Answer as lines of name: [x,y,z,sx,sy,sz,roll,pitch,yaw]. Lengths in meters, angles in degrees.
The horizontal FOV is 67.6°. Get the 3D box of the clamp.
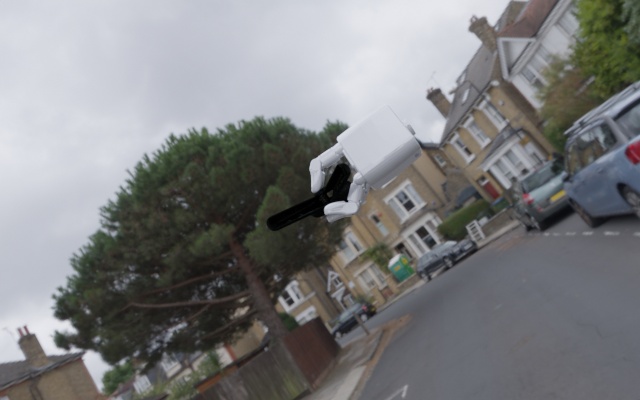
clamp: [0.000,0.002,0.836,0.164,0.036,0.210,-35,-12,9]
